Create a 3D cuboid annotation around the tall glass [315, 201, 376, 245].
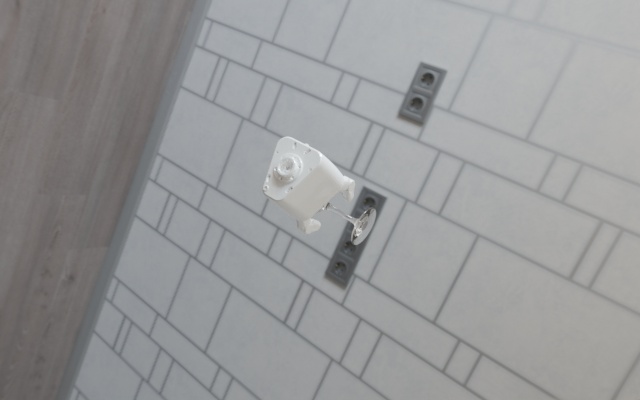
[{"bbox_3d":[0.001,0.003,0.891,0.201,0.079,0.079,29,14,27],"label":"tall glass"}]
